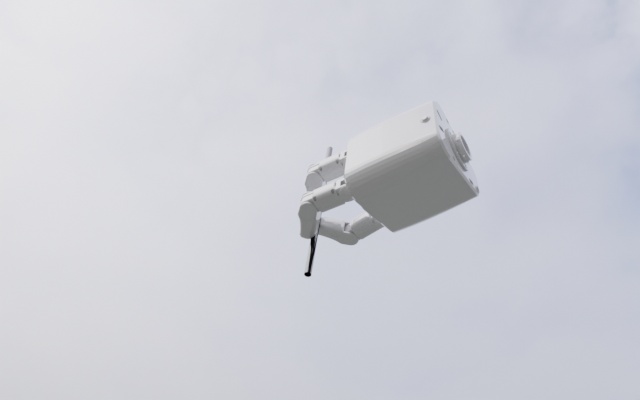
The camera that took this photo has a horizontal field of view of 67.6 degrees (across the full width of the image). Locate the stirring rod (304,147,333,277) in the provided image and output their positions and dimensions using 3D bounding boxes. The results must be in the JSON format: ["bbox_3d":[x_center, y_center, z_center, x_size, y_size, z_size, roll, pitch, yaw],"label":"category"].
[{"bbox_3d":[0.000,0.002,0.598,0.011,0.011,0.239,0,40,8],"label":"stirring rod"}]
